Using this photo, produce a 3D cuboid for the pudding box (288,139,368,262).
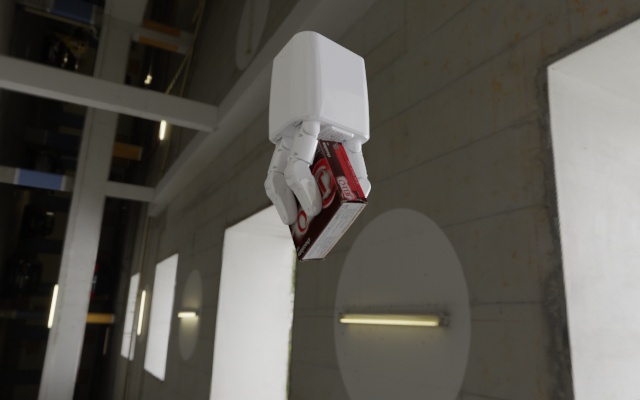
[{"bbox_3d":[0.000,0.002,0.539,0.039,0.090,0.114,3,-41,-28],"label":"pudding box"}]
